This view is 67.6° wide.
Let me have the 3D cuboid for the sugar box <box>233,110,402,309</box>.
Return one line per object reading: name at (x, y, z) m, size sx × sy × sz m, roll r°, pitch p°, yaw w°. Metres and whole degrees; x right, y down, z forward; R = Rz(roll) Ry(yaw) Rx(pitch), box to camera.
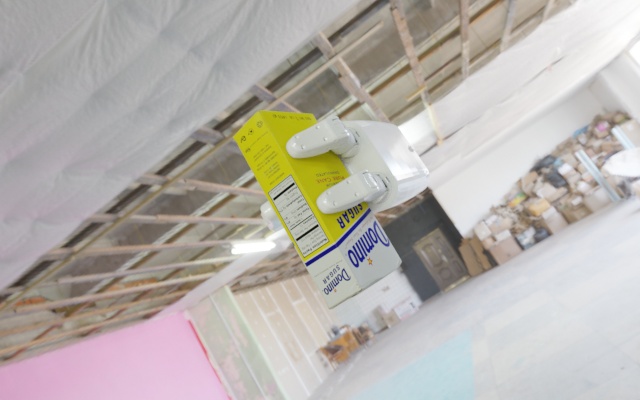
sugar box at (0.000, 0.001, 0.437) m, size 0.048 × 0.176 × 0.093 m, roll -39°, pitch -12°, yaw 30°
